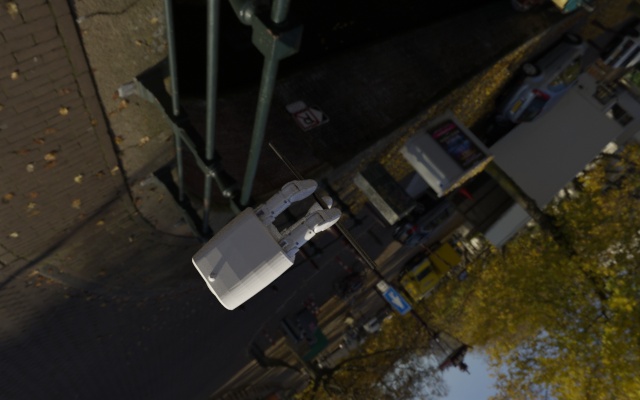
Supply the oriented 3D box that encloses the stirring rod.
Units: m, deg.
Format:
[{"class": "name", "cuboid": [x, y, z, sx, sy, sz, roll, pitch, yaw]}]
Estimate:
[{"class": "stirring rod", "cuboid": [0.000, 0.002, 0.679, 0.011, 0.239, 0.011, -36, -17, -13]}]
